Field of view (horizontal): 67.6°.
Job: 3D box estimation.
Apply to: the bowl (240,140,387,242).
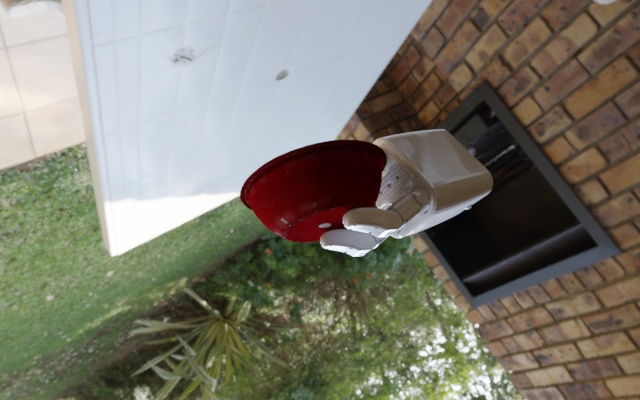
[{"bbox_3d":[-0.001,0.002,0.502,0.162,0.055,0.162,-14,-22,-6],"label":"bowl"}]
